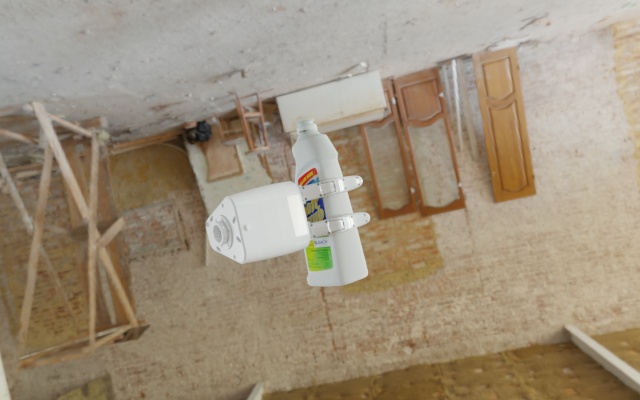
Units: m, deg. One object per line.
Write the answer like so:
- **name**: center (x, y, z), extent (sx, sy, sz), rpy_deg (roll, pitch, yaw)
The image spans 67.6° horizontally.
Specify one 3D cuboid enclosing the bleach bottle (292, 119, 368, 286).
- **bleach bottle**: center (0.000, 0.002, 0.737), extent (0.068, 0.251, 0.102), rpy_deg (-13, 0, -38)
